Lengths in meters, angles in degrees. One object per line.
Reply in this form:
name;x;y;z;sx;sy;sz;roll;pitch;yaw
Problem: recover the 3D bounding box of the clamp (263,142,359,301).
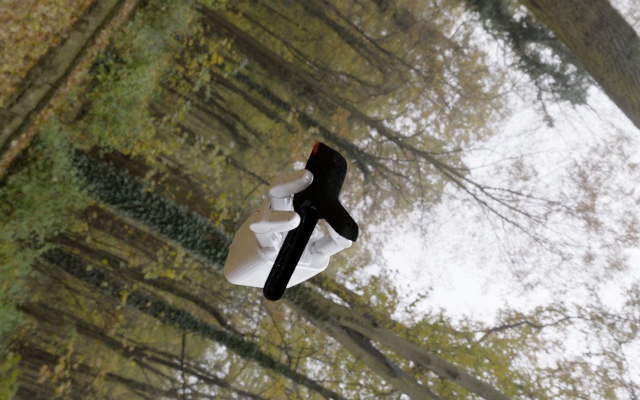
clamp;0.001;0.002;0.562;0.036;0.209;0.165;30;-40;-21
